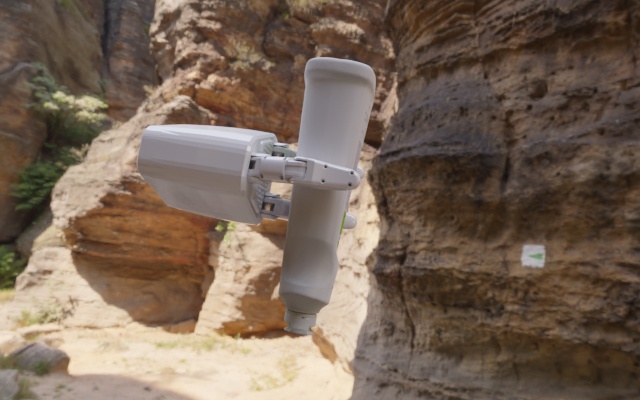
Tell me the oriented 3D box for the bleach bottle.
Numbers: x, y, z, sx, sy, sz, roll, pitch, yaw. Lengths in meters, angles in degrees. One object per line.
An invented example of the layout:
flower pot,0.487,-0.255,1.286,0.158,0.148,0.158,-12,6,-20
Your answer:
bleach bottle,0.000,0.001,0.461,0.068,0.251,0.102,9,-6,7
